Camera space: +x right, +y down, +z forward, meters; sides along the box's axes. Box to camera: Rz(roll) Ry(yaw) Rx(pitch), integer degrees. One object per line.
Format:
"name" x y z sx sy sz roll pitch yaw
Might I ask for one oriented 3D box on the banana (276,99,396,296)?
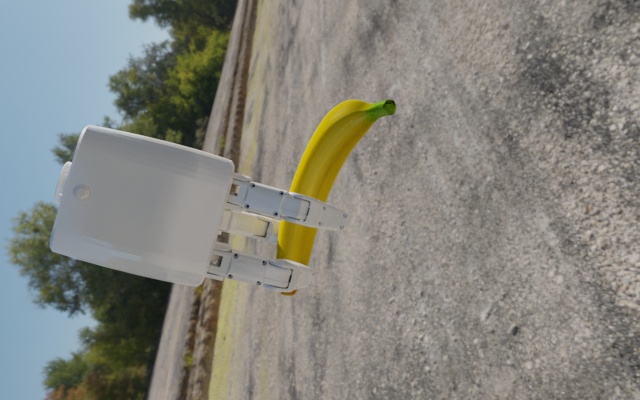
"banana" -0.003 -0.010 0.422 0.037 0.198 0.069 17 23 -22
